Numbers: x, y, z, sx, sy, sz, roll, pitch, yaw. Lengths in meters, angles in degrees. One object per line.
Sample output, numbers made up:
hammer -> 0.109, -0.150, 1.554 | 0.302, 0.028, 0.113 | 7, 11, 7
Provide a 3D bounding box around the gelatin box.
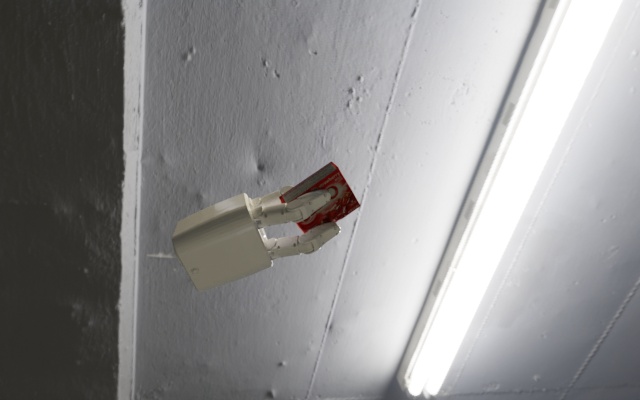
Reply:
gelatin box -> 0.000, 0.002, 0.650 | 0.089, 0.073, 0.030 | -35, 34, -2
